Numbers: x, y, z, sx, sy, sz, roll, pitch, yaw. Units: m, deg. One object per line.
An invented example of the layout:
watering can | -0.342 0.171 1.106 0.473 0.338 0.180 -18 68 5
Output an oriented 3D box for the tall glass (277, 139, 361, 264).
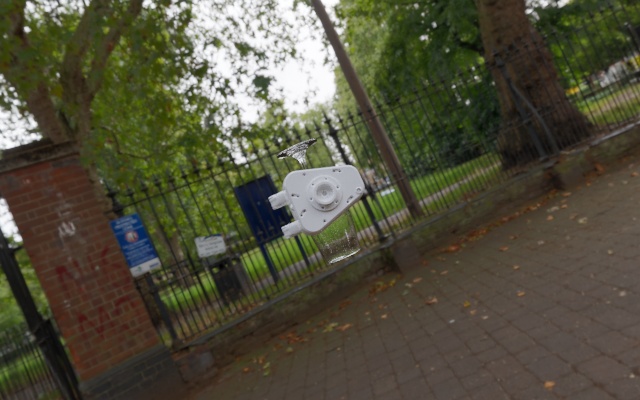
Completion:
tall glass | 0.000 0.002 0.803 0.079 0.201 0.079 -24 -2 -1
